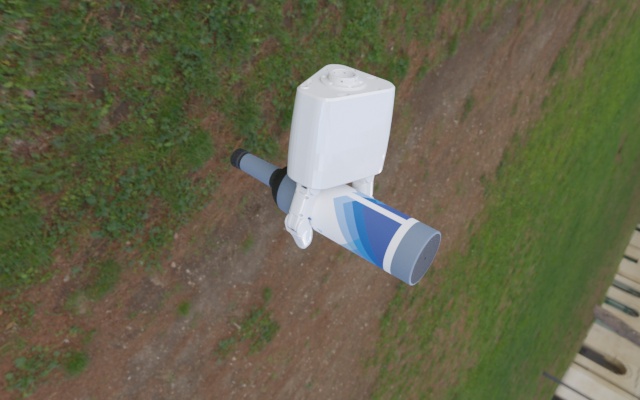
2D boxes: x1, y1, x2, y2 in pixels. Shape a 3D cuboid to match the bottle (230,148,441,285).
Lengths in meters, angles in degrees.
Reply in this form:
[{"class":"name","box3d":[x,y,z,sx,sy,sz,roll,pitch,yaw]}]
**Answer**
[{"class":"bottle","box3d":[0.000,0.002,0.588,0.295,0.069,0.069,28,14,28]}]
